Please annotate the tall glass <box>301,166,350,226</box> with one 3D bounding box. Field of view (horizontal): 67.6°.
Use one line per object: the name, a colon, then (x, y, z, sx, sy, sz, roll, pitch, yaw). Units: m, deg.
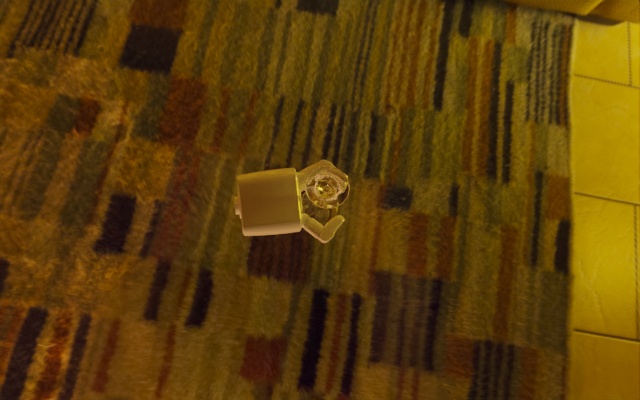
tall glass: (0.000, 0.003, 0.888, 0.079, 0.079, 0.201, 0, -15, -7)
